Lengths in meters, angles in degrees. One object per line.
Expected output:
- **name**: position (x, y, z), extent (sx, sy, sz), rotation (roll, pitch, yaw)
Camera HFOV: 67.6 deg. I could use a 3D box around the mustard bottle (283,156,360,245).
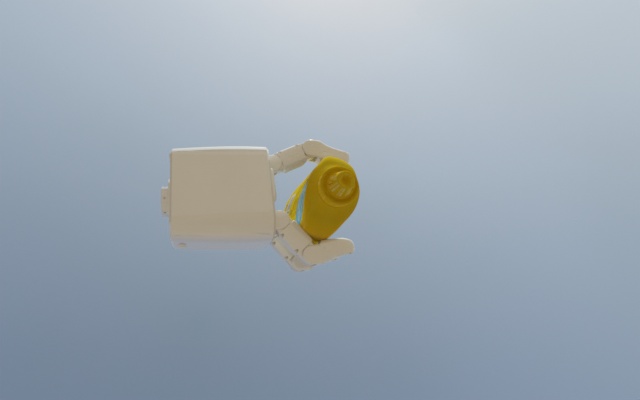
- **mustard bottle**: position (0.000, 0.002, 0.546), extent (0.058, 0.096, 0.192), rotation (23, -18, -8)
